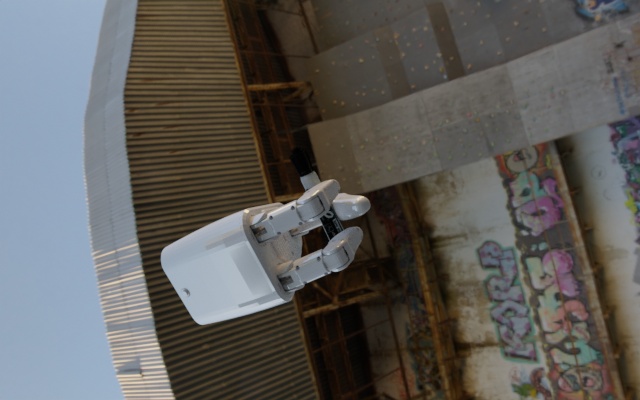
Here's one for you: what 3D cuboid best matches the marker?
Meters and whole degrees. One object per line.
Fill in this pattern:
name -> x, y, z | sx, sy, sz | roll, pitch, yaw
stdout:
marker -> 0.000, 0.002, 0.484 | 0.020, 0.121, 0.020 | -25, 13, 6
